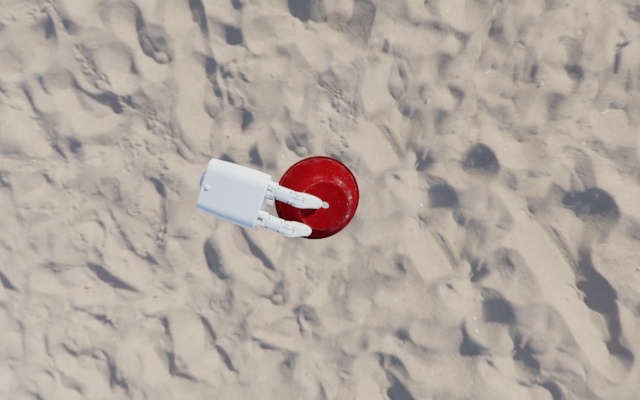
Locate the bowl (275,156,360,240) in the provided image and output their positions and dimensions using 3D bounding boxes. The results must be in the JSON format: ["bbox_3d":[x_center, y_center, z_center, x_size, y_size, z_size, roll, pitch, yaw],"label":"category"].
[{"bbox_3d":[0.002,0.003,0.868,0.162,0.162,0.055,0,15,-13],"label":"bowl"}]
